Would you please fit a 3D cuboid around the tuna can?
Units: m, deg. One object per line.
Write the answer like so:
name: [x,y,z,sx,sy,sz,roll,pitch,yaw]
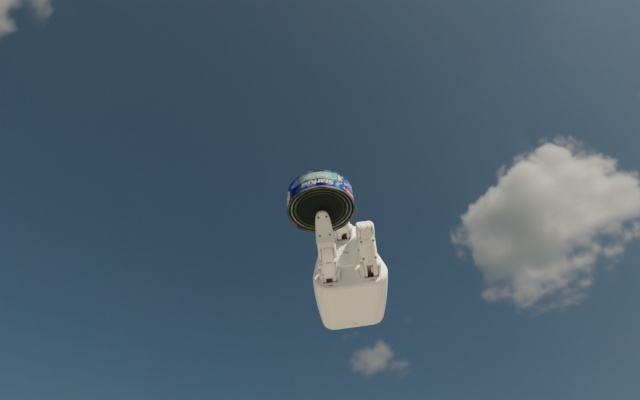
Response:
tuna can: [0.000,0.002,0.608,0.086,0.033,0.086,-2,-44,-2]
